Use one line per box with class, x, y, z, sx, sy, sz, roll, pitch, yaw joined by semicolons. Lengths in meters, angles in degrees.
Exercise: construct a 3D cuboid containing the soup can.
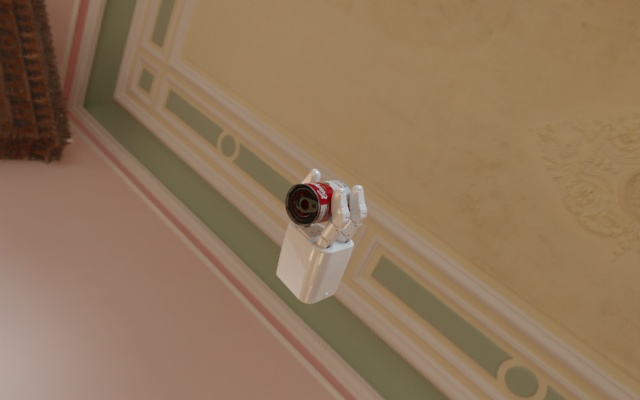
soup can;0.000;0.002;0.789;0.068;0.068;0.102;0;5;36
